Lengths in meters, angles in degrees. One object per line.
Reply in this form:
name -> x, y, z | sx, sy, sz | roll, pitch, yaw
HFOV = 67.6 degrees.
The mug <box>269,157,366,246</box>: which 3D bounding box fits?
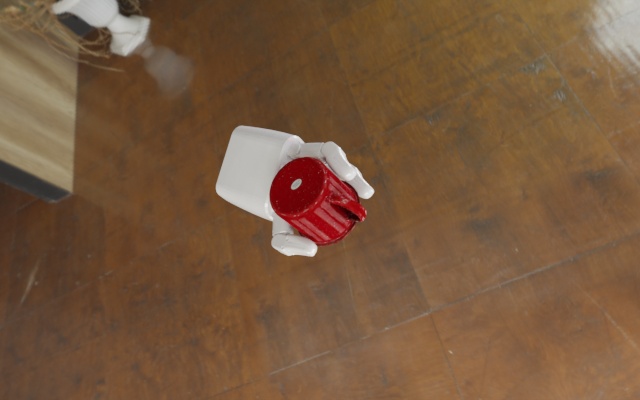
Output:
mug -> 0.001, 0.002, 0.576 | 0.117, 0.093, 0.081 | 16, -15, 35
